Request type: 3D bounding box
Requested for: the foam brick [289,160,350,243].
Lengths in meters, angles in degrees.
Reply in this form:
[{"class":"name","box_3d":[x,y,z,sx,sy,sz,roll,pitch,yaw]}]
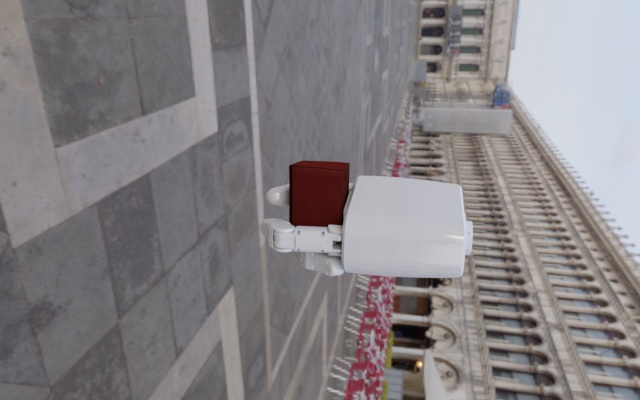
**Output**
[{"class":"foam brick","box_3d":[0.000,0.001,0.469,0.051,0.078,0.053,3,13,12]}]
